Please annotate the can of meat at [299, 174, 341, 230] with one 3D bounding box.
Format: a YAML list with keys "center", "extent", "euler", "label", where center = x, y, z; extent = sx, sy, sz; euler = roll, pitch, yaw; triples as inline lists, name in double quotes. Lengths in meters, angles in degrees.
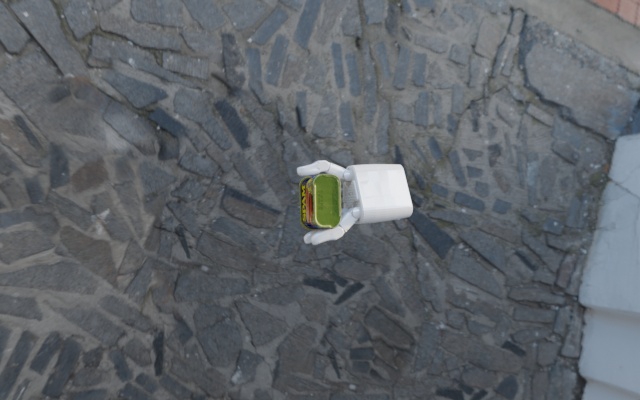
- center: [0.000, 0.003, 0.877]
  extent: [0.057, 0.102, 0.084]
  euler: [-1, -2, -18]
  label: "can of meat"
